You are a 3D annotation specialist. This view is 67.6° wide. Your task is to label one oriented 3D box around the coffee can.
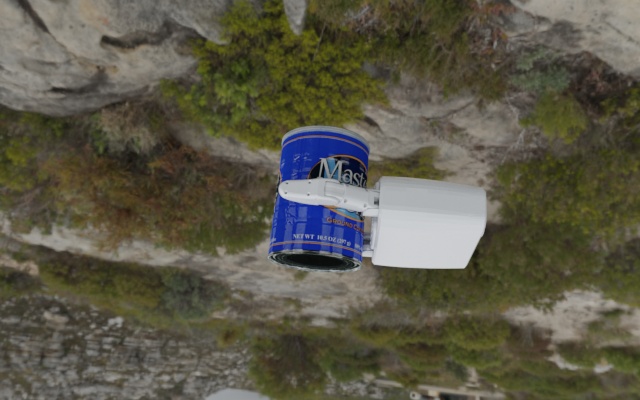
[{"bbox_3d":[0.000,0.002,0.533,0.103,0.140,0.103,5,-18,2],"label":"coffee can"}]
